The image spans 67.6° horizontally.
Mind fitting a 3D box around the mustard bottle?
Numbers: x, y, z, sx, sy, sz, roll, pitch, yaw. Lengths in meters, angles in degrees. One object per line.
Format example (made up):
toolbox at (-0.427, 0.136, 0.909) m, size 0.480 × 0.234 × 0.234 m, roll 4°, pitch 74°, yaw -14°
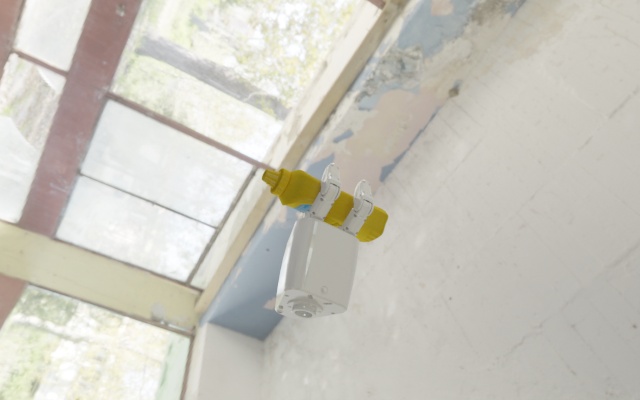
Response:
mustard bottle at (0.000, 0.002, 0.715) m, size 0.192 × 0.058 × 0.096 m, roll 25°, pitch -12°, yaw -20°
